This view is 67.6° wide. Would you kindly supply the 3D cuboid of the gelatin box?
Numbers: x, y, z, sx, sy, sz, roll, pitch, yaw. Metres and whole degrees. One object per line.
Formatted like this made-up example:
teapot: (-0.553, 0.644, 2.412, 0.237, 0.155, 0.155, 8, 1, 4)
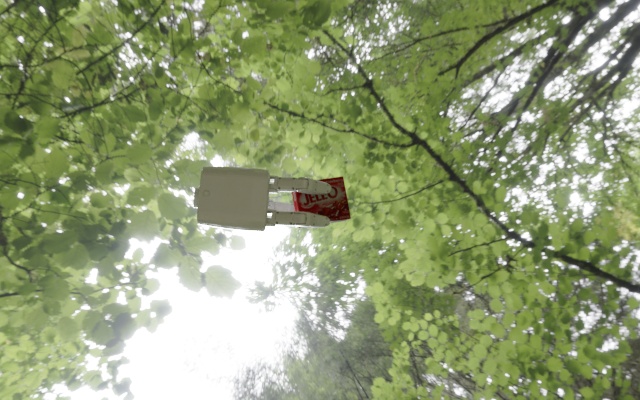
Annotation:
gelatin box: (0.000, 0.003, 0.791, 0.089, 0.073, 0.030, -8, -7, -18)
